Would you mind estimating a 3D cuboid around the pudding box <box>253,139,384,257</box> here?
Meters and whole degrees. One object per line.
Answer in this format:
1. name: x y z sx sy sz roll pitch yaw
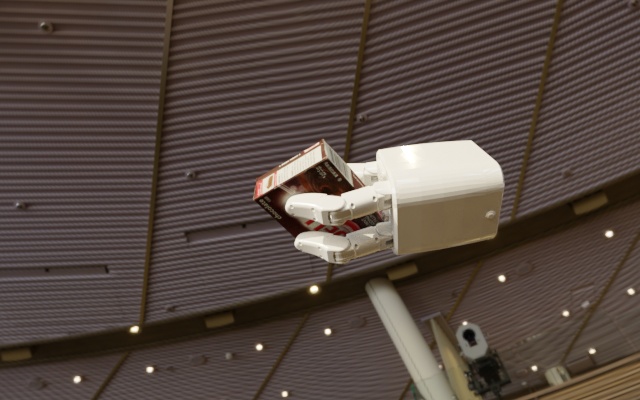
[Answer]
1. pudding box: 0.000 0.001 0.498 0.090 0.039 0.113 -29 -55 20
